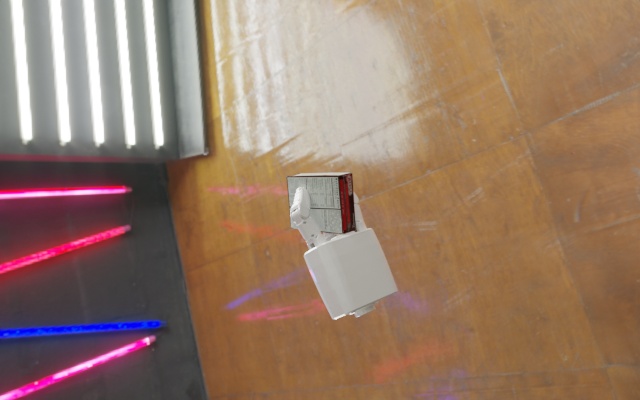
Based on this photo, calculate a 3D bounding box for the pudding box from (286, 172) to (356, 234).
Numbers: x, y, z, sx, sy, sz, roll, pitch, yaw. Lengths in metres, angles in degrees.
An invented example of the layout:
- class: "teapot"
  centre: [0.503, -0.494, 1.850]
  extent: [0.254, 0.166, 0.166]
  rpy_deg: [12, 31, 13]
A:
- class: "pudding box"
  centre: [0.000, 0.003, 0.744]
  extent: [0.113, 0.090, 0.039]
  rpy_deg: [2, 9, 39]
